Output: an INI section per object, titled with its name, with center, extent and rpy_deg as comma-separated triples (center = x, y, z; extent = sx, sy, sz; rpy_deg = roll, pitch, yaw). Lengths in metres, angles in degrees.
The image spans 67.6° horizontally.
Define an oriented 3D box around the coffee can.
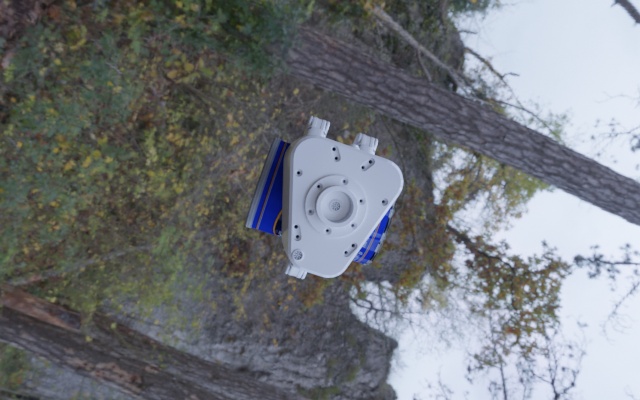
[coffee can]
center = 0.000, 0.002, 0.526
extent = 0.140, 0.103, 0.103
rpy_deg = 19, -2, -5
